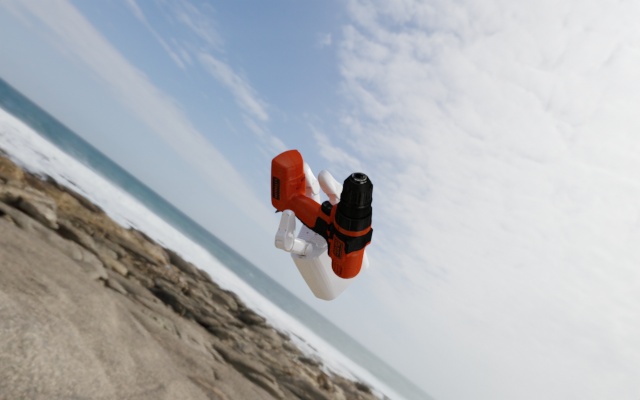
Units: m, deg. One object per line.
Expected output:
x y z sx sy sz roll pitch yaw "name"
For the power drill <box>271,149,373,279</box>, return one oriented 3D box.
0.000 0.002 0.696 0.057 0.185 0.187 -24 48 -31 "power drill"
